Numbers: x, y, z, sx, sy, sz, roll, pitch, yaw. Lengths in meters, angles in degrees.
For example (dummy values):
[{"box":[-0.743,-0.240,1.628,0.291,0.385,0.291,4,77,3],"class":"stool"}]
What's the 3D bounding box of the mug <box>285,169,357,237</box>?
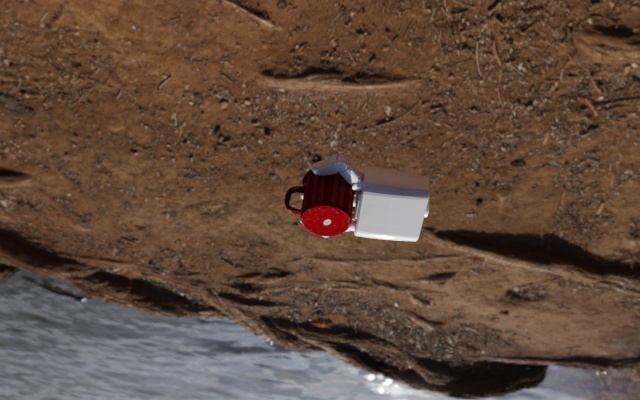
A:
[{"box":[-0.001,0.002,0.769,0.117,0.081,0.093,6,-42,1],"class":"mug"}]
